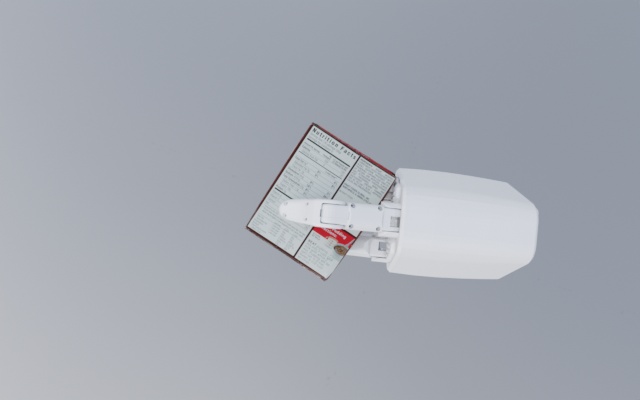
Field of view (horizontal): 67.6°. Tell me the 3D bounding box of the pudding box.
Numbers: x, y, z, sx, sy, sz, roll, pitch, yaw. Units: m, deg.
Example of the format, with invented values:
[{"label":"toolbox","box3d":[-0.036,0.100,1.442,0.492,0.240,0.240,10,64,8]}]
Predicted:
[{"label":"pudding box","box3d":[0.000,0.001,0.425,0.090,0.113,0.039,34,0,1]}]
